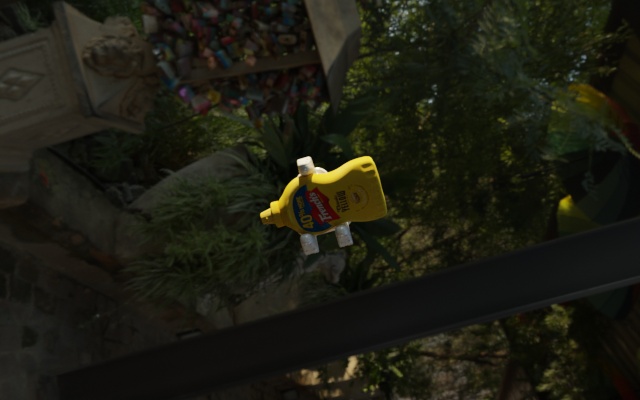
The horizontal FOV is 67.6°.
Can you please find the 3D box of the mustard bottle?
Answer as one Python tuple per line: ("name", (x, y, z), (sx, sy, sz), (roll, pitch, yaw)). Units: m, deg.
("mustard bottle", (0.000, 0.002, 0.741), (0.191, 0.096, 0.058), (-16, 20, 4))
